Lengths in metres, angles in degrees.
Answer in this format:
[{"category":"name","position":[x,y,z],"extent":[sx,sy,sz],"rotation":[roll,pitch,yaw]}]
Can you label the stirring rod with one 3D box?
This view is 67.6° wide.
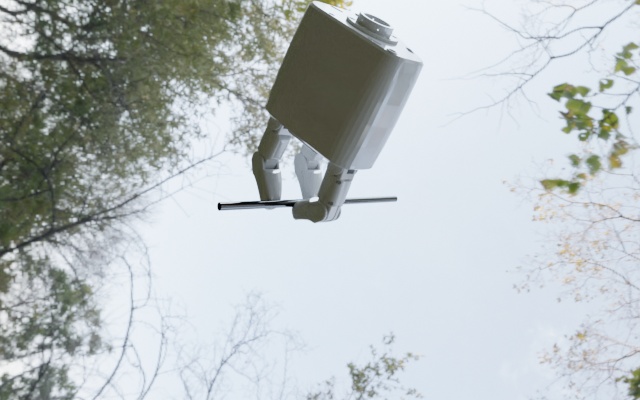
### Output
[{"category":"stirring rod","position":[0.000,0.002,0.509],"extent":[0.239,0.011,0.011],"rotation":[-2,1,-40]}]
